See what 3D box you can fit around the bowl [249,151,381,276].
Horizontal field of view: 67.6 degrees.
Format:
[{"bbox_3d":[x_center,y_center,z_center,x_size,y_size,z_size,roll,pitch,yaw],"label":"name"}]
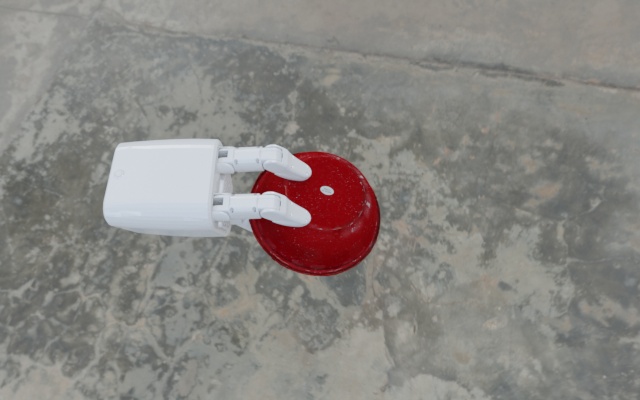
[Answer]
[{"bbox_3d":[0.001,0.001,0.548,0.162,0.162,0.055,0,-25,-14],"label":"bowl"}]
